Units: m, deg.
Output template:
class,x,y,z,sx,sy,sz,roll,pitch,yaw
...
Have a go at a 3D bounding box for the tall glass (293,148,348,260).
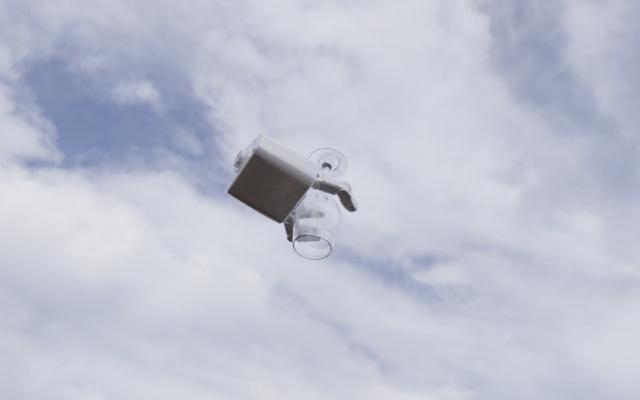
class,x,y,z,sx,sy,sz,roll,pitch,yaw
tall glass,0.000,0.002,0.807,0.079,0.200,0.079,5,-44,5
